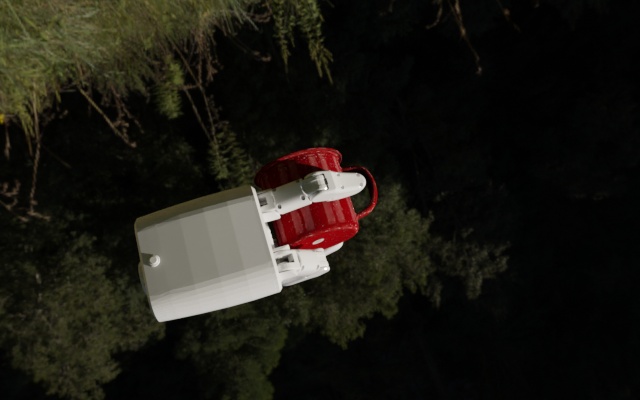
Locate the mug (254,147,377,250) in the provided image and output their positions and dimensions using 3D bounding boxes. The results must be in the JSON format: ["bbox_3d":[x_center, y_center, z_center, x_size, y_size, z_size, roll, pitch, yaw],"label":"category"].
[{"bbox_3d":[0.002,0.001,0.479,0.117,0.081,0.093,-15,-17,-8],"label":"mug"}]
